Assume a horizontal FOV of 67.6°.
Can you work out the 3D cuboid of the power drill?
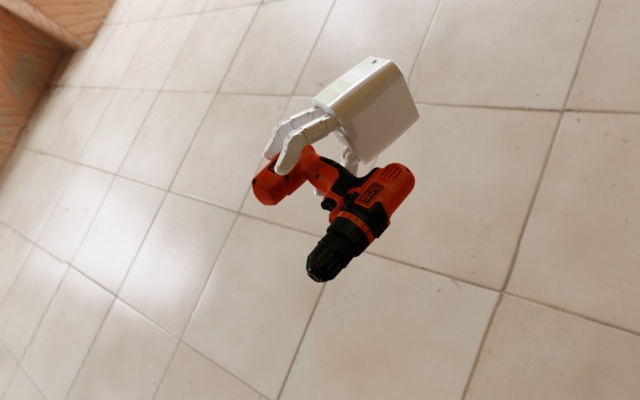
[{"bbox_3d":[0.000,0.002,0.611,0.187,0.057,0.184,27,61,35],"label":"power drill"}]
